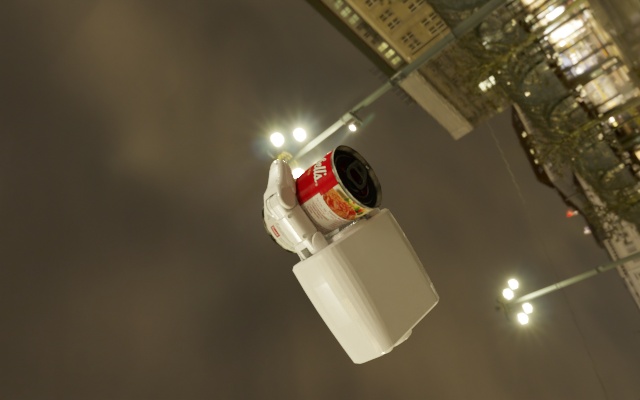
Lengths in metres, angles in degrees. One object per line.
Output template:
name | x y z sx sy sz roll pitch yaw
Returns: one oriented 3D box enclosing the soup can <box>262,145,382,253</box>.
soup can | 0.000 0.001 0.467 0.102 0.068 0.068 -34 -20 32
